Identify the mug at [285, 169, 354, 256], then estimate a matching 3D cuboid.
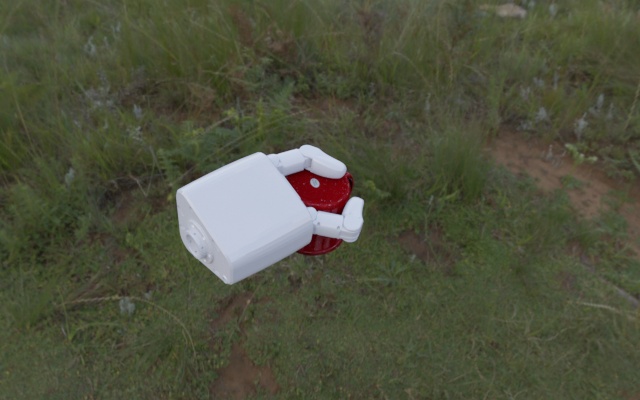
[{"bbox_3d":[0.001,0.001,0.596,0.117,0.082,0.093,-30,57,-33],"label":"mug"}]
